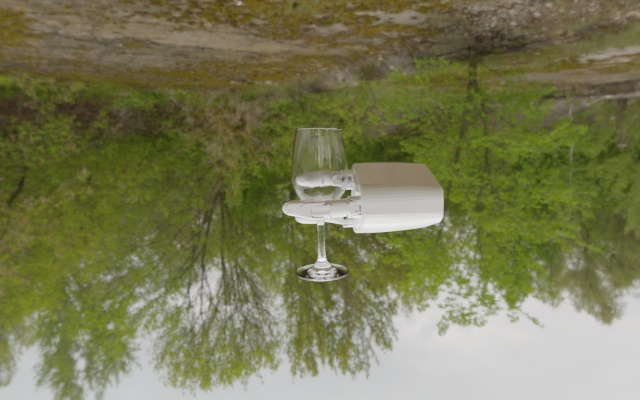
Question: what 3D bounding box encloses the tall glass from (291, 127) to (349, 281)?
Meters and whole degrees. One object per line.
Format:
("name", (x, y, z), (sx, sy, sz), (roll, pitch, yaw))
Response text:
("tall glass", (0.000, 0.003, 0.650), (0.079, 0.201, 0.079), (-2, 9, 0))
